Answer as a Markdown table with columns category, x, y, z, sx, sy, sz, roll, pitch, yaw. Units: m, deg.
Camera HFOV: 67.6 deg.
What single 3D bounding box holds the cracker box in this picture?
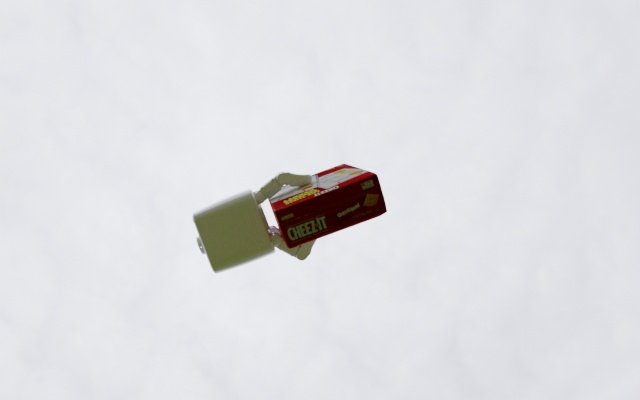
| category | x | y | z | sx | sy | sz | roll | pitch | yaw |
| --- | --- | --- | --- | --- | --- | --- | --- | --- | --- |
| cracker box | 0.000 | 0.002 | 0.805 | 0.164 | 0.072 | 0.213 | -21 | 12 | -6 |
